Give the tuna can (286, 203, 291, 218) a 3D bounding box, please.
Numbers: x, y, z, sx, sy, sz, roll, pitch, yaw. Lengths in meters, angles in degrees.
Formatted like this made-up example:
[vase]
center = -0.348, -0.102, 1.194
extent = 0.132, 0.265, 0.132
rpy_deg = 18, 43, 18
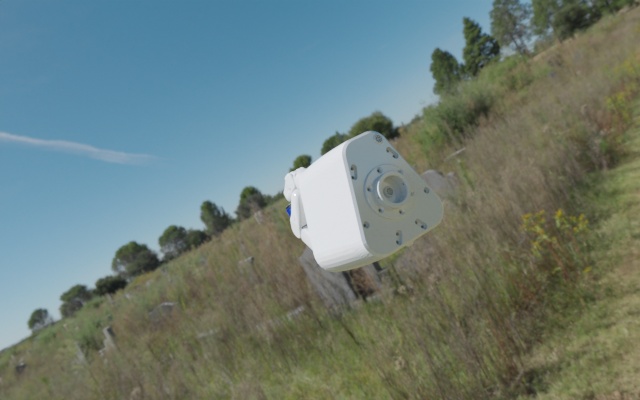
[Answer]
[tuna can]
center = 0.000, 0.001, 0.593
extent = 0.086, 0.034, 0.086
rpy_deg = -32, -3, -2
